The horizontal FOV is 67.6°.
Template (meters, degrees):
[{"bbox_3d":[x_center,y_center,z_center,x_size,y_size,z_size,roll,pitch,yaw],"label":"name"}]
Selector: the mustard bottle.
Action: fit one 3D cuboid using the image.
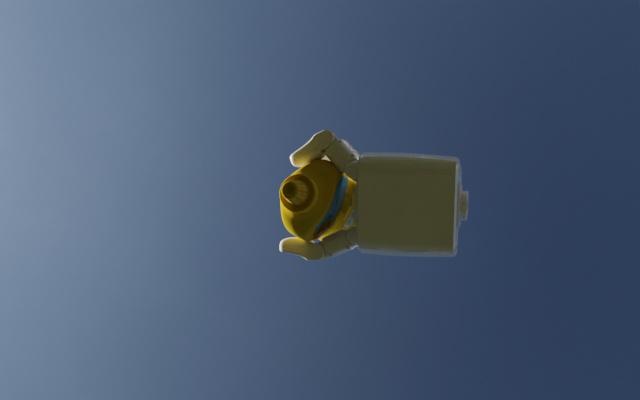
[{"bbox_3d":[0.000,0.002,0.569,0.058,0.096,0.191,29,3,20],"label":"mustard bottle"}]
